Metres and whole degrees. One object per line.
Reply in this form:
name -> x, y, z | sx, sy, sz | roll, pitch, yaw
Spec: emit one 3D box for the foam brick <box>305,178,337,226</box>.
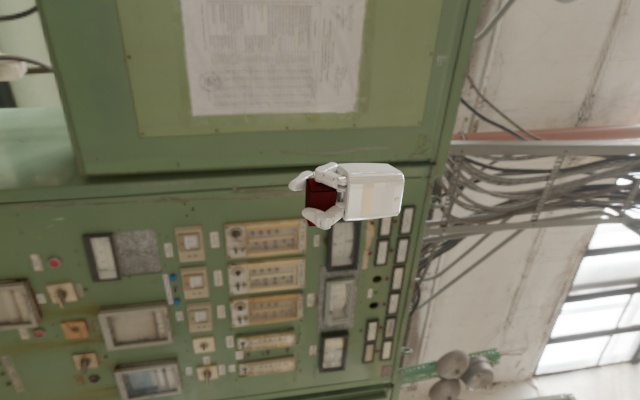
foam brick -> 0.000, 0.003, 0.899 | 0.051, 0.078, 0.053 | -3, 33, -10
